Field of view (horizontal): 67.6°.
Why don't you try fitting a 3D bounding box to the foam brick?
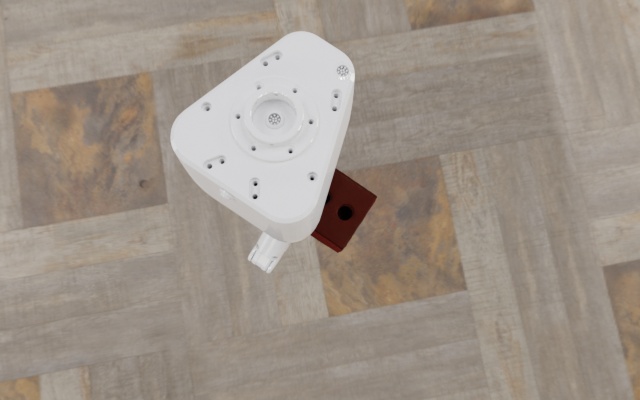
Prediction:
[{"bbox_3d":[0.000,0.001,0.403,0.078,0.053,0.051,33,-10,2],"label":"foam brick"}]
